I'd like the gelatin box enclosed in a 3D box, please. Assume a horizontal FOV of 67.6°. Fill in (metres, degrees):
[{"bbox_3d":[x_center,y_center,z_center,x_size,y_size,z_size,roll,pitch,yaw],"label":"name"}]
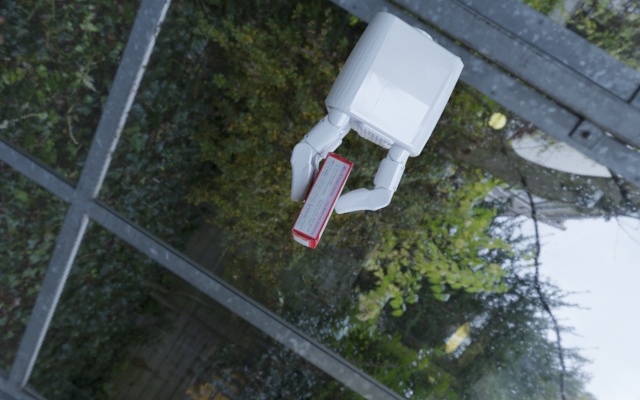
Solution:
[{"bbox_3d":[0.000,0.002,0.494,0.030,0.089,0.073,24,-11,2],"label":"gelatin box"}]
